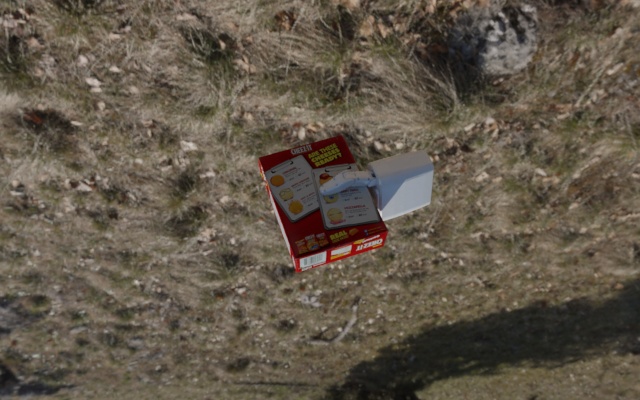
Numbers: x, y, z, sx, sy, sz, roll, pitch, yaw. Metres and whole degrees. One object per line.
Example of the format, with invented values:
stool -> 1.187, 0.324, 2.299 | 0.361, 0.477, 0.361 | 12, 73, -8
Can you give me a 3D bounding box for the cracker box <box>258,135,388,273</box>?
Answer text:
cracker box -> 0.000, 0.003, 0.841 | 0.164, 0.213, 0.072 | -16, -30, -11
